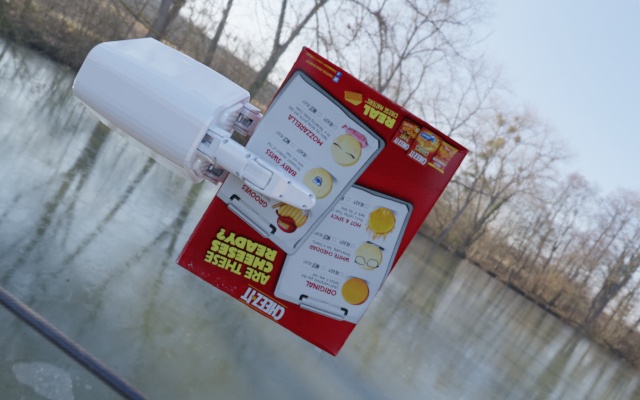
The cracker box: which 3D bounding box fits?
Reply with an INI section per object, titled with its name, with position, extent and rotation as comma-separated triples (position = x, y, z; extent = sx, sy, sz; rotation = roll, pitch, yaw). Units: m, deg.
[cracker box]
position = 0.000, 0.001, 0.430
extent = 0.164, 0.214, 0.072
rotation = 31, 6, -3
